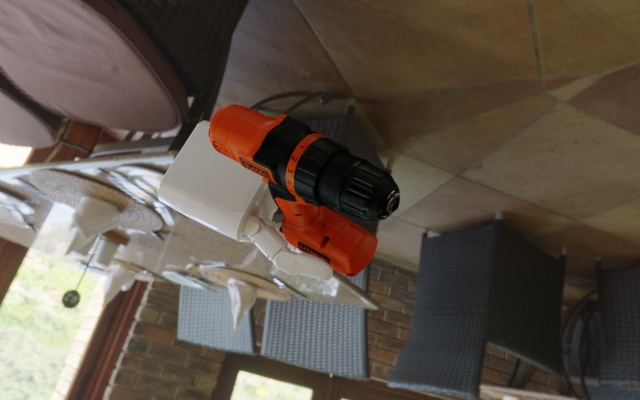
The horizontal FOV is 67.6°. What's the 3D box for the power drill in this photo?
[{"bbox_3d":[0.000,0.002,0.439,0.184,0.057,0.188,29,-20,30],"label":"power drill"}]
